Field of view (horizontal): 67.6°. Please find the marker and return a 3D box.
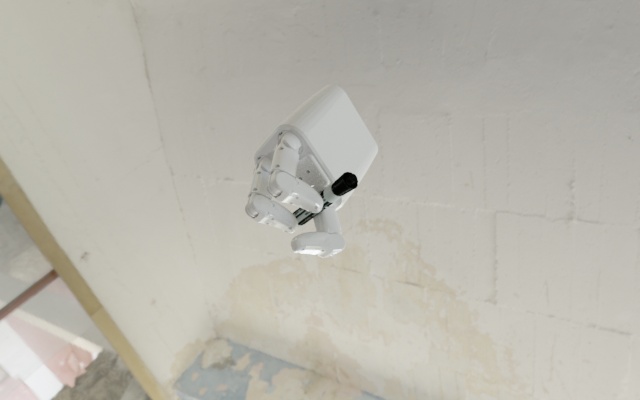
[{"bbox_3d":[0.000,0.002,0.502,0.020,0.020,0.121,0,-23,-35],"label":"marker"}]
